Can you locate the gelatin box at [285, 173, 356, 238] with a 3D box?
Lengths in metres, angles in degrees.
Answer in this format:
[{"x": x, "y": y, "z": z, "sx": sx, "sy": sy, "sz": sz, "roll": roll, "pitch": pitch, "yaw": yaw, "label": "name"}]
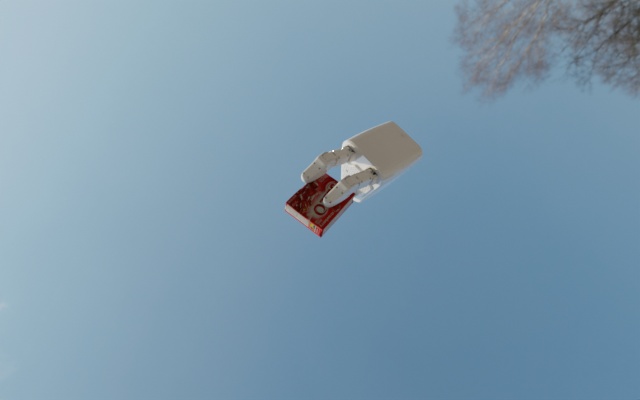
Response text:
[{"x": 0.000, "y": 0.003, "z": 0.746, "sx": 0.073, "sy": 0.089, "sz": 0.030, "roll": 36, "pitch": -29, "yaw": 14, "label": "gelatin box"}]
